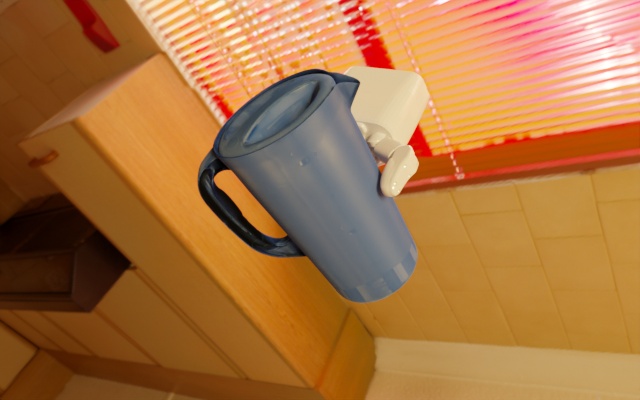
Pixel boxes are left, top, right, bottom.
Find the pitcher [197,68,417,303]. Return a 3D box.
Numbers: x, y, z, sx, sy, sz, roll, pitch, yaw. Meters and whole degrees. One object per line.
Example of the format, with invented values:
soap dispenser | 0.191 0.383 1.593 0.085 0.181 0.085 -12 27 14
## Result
pitcher | 0.000 0.002 0.504 0.149 0.145 0.243 0 -45 42
